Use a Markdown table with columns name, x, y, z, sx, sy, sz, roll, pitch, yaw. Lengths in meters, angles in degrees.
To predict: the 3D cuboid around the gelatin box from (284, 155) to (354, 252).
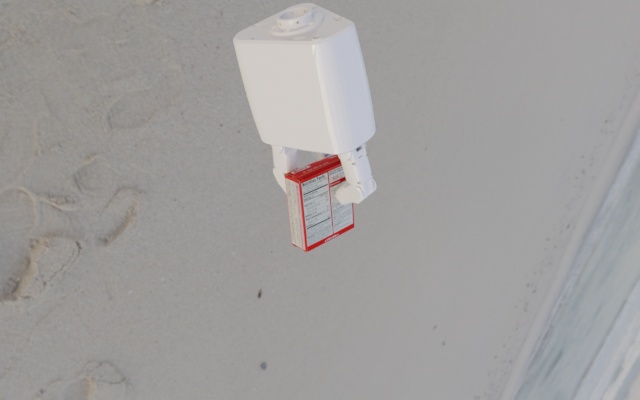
| name | x | y | z | sx | sy | sz | roll | pitch | yaw |
| --- | --- | --- | --- | --- | --- | --- | --- | --- | --- |
| gelatin box | 0.000 | 0.002 | 0.524 | 0.073 | 0.089 | 0.030 | -25 | 33 | -34 |
